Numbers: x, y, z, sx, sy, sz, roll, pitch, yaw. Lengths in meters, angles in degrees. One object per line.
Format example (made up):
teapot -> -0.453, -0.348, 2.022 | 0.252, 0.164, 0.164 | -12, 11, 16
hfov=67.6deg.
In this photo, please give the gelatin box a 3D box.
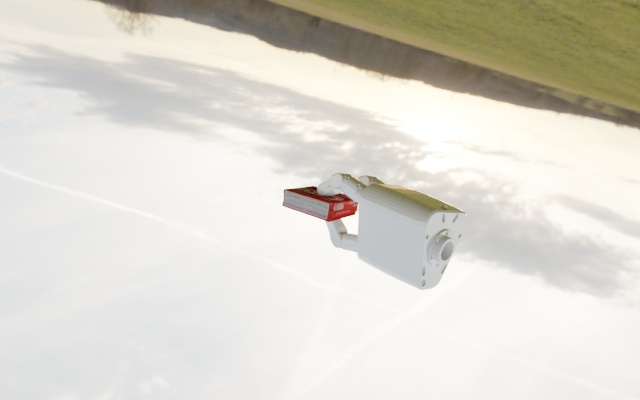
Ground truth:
gelatin box -> 0.000, 0.003, 0.707 | 0.089, 0.030, 0.073 | 16, 15, 33
